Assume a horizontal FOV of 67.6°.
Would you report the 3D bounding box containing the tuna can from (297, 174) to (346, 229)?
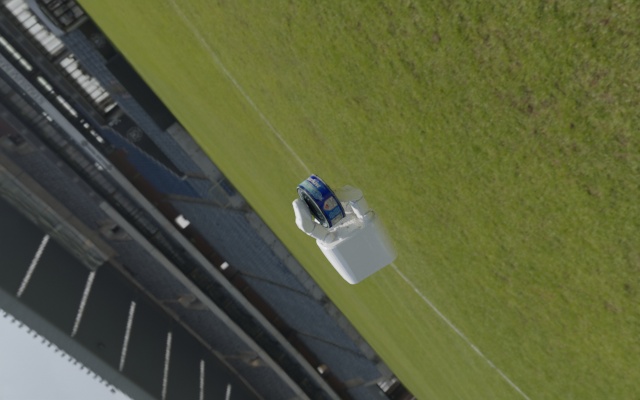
[{"bbox_3d":[0.000,0.003,0.755,0.033,0.086,0.086,-37,9,-12],"label":"tuna can"}]
